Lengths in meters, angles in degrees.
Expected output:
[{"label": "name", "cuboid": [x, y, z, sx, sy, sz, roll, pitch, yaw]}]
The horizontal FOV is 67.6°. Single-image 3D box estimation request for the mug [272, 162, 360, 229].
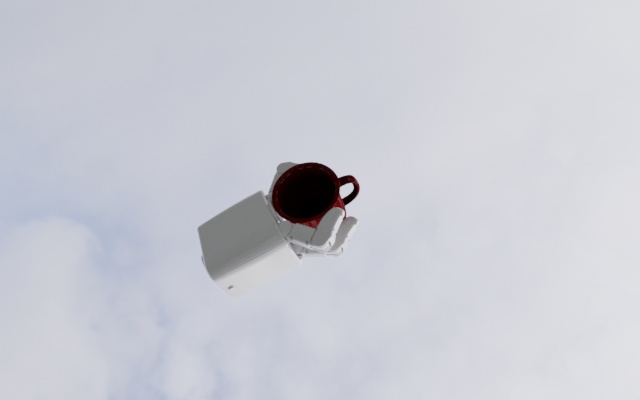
[{"label": "mug", "cuboid": [0.001, 0.002, 0.659, 0.117, 0.093, 0.081, -28, -33, -1]}]
